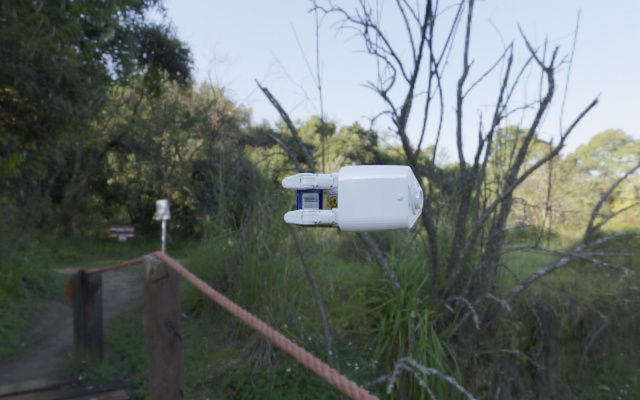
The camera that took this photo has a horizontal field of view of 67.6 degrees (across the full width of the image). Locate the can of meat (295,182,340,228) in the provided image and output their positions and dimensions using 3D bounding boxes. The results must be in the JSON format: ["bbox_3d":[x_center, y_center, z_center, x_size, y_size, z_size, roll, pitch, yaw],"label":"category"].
[{"bbox_3d":[0.000,0.002,0.781,0.057,0.084,0.102,-2,-4,25],"label":"can of meat"}]
